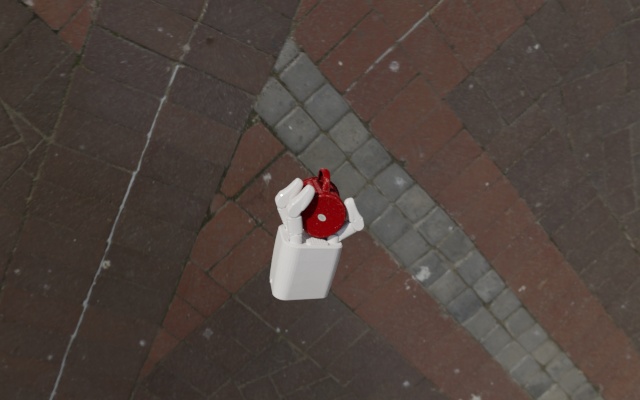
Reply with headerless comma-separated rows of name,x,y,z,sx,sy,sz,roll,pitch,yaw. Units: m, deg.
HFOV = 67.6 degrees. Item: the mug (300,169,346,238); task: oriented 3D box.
mug,0.001,0.001,0.830,0.093,0.117,0.081,8,18,-14
